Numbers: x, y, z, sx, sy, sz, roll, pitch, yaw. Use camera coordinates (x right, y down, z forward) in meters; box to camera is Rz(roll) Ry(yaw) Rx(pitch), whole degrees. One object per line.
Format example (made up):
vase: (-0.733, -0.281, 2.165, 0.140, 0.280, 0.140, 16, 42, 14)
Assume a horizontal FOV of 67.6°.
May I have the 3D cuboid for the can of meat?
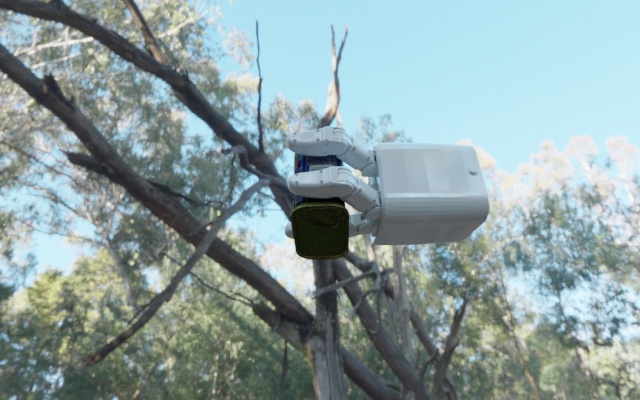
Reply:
can of meat: (0.000, 0.001, 0.508, 0.057, 0.084, 0.102, -2, -36, 2)
